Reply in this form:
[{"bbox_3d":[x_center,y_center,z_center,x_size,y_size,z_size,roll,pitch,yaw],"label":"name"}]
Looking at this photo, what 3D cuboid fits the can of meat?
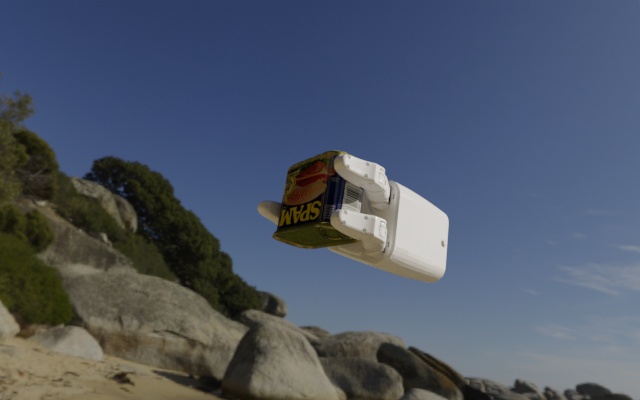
[{"bbox_3d":[0.000,0.001,0.512,0.057,0.084,0.102,23,-23,-34],"label":"can of meat"}]
